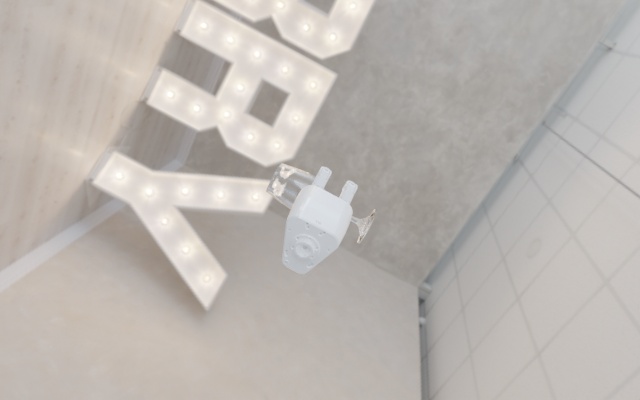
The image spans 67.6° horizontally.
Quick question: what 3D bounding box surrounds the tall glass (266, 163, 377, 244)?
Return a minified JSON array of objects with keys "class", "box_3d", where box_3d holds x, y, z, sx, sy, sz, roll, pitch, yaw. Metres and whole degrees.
[{"class":"tall glass","box_3d":[0.001,0.003,0.899,0.201,0.079,0.079,28,-1,-1]}]
